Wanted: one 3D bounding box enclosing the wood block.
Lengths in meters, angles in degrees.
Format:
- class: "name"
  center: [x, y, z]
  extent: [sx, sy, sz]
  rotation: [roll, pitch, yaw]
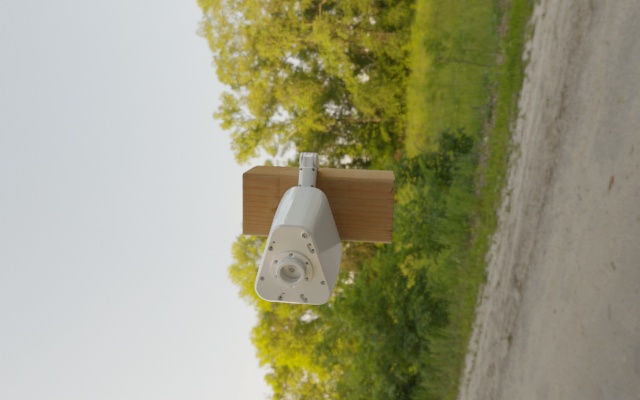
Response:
- class: "wood block"
  center: [0.000, 0.002, 0.684]
  extent: [0.206, 0.091, 0.090]
  rotation: [3, 12, 6]
